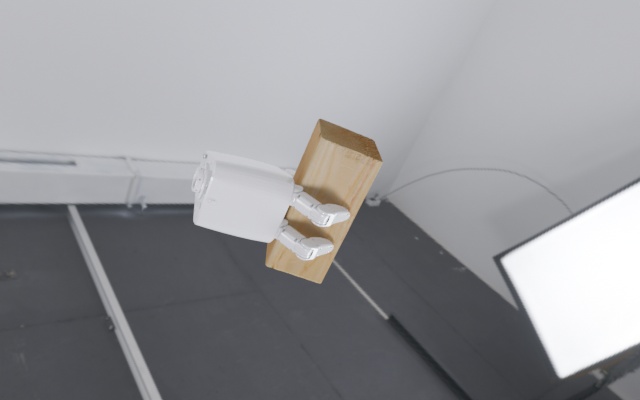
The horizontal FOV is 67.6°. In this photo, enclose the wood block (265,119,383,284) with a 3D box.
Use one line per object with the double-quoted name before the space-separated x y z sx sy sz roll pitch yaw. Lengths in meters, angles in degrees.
"wood block" 0.000 0.002 0.685 0.090 0.206 0.090 20 24 -12
